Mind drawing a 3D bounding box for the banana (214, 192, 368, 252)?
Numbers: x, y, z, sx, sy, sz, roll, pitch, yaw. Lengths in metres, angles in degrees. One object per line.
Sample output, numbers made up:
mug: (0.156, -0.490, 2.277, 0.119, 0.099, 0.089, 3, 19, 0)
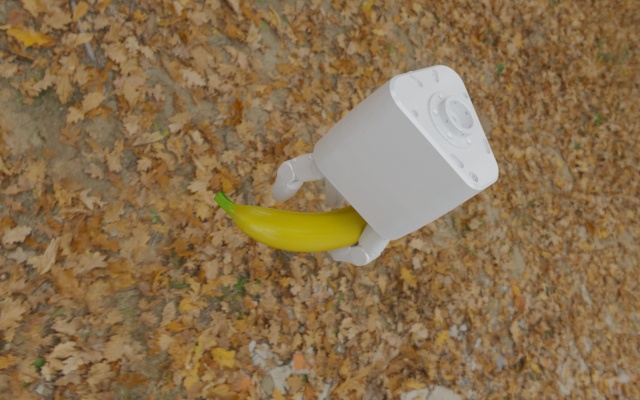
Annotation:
banana: (0.002, 0.017, 0.463, 0.198, 0.069, 0.037, 1, -32, -30)
